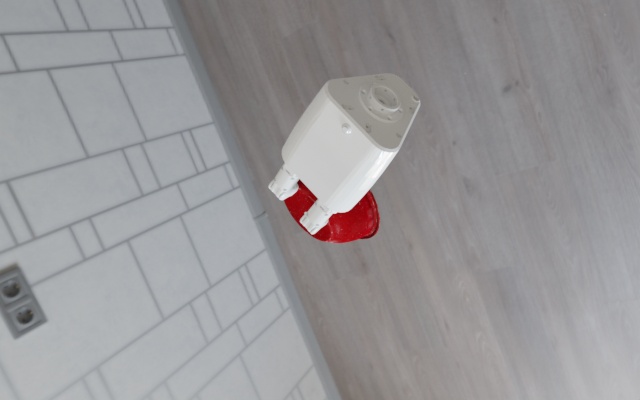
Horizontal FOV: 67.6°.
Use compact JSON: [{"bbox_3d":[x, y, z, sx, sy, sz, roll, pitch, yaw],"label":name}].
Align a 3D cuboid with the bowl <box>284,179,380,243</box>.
[{"bbox_3d":[0.000,0.003,0.635,0.055,0.162,0.162,-40,20,-25],"label":"bowl"}]
